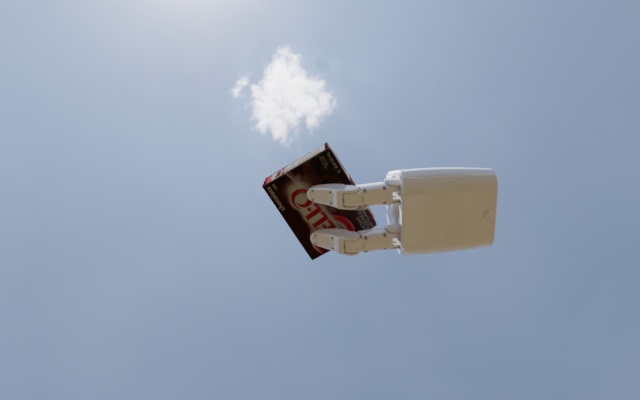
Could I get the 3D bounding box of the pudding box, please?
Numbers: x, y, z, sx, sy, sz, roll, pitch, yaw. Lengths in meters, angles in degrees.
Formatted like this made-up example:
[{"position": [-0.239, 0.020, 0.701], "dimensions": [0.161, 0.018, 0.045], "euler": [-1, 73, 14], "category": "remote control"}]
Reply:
[{"position": [0.000, 0.002, 0.560], "dimensions": [0.090, 0.113, 0.039], "euler": [-30, 16, 10], "category": "pudding box"}]
